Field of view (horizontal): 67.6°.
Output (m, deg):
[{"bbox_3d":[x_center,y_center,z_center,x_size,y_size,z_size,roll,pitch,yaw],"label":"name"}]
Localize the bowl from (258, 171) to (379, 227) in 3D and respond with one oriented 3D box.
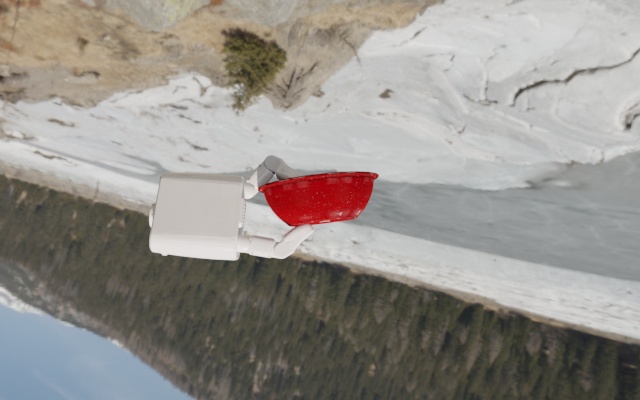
[{"bbox_3d":[0.001,0.002,0.632,0.162,0.055,0.162,-7,-5,-1],"label":"bowl"}]
